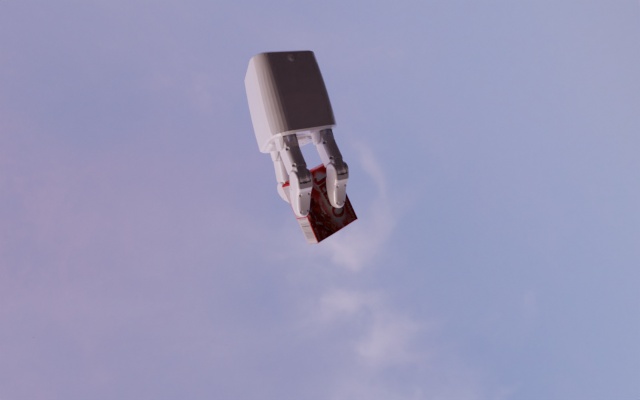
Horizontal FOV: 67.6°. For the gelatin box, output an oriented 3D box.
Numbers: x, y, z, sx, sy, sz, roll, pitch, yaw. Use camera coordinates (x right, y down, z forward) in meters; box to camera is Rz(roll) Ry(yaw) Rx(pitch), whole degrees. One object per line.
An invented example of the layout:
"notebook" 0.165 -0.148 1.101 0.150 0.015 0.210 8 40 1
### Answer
"gelatin box" 0.000 0.002 0.632 0.073 0.089 0.030 -29 10 -32
